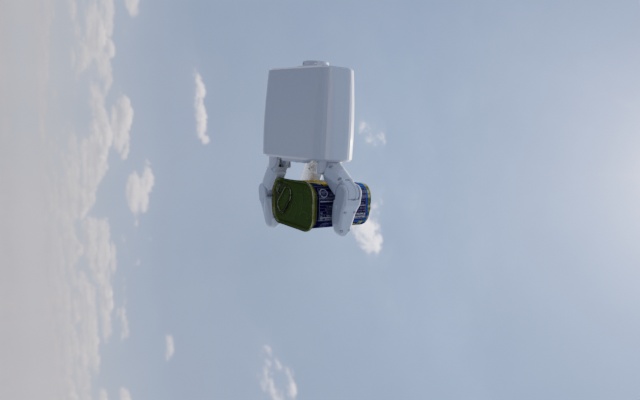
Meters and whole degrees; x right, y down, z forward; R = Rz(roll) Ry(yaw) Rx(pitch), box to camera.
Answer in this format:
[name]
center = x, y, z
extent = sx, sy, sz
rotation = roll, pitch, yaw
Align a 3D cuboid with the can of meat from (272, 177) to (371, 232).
[can of meat]
center = 0.000, 0.002, 0.586
extent = 0.084, 0.057, 0.102
rotation = -3, 8, -31
